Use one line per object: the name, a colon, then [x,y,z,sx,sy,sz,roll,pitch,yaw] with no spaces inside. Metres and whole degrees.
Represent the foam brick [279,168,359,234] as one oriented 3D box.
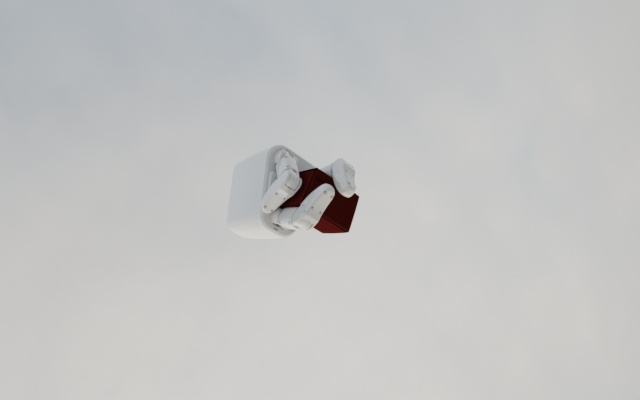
foam brick: [0.000,0.002,0.600,0.078,0.053,0.051,33,-25,-29]
